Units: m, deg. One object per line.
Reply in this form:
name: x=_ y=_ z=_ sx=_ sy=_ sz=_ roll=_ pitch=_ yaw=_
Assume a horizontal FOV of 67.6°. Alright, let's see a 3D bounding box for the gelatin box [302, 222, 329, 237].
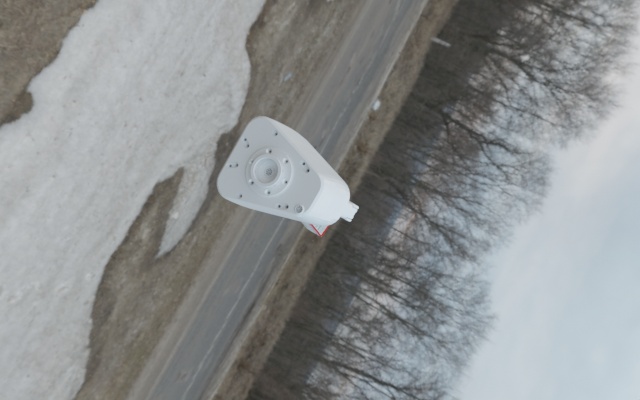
gelatin box: x=0.001 y=0.002 z=0.654 sx=0.030 sy=0.073 sz=0.089 roll=29 pitch=-10 yaw=22
